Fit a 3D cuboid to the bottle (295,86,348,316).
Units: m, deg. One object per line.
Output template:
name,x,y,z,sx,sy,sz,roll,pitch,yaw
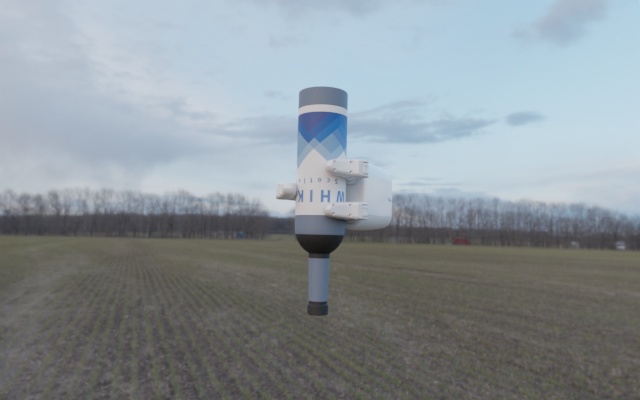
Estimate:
bottle,0.000,0.002,0.636,0.069,0.295,0.069,2,-4,0
